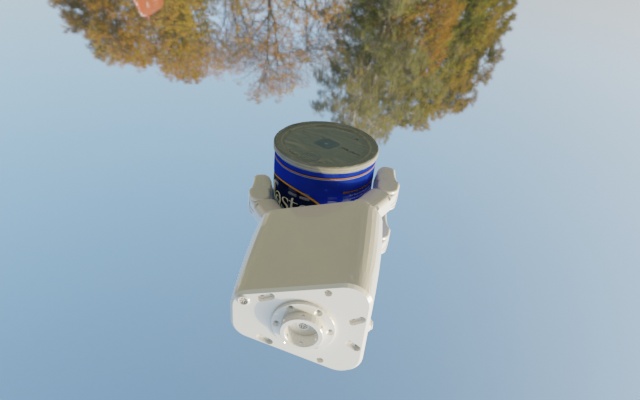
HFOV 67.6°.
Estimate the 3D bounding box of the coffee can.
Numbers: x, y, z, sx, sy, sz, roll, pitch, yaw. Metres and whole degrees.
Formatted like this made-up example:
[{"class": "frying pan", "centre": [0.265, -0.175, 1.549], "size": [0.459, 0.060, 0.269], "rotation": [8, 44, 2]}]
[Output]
[{"class": "coffee can", "centre": [0.000, 0.001, 0.501], "size": [0.103, 0.140, 0.102], "rotation": [4, 33, -3]}]
